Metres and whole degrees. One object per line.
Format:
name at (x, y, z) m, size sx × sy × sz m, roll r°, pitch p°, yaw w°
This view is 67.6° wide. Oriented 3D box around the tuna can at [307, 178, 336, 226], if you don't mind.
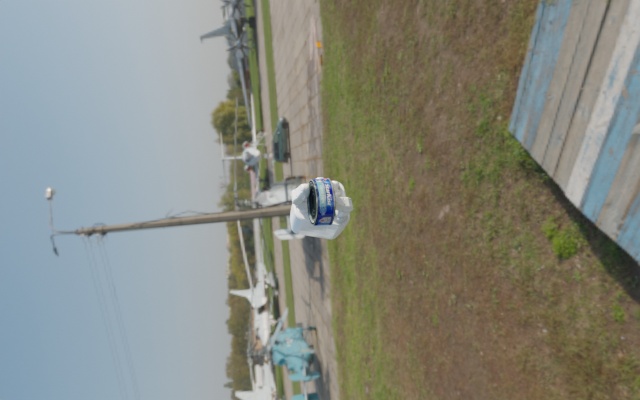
tuna can at (0.000, 0.003, 0.861) m, size 0.034 × 0.086 × 0.086 m, roll -2°, pitch 0°, yaw -14°
